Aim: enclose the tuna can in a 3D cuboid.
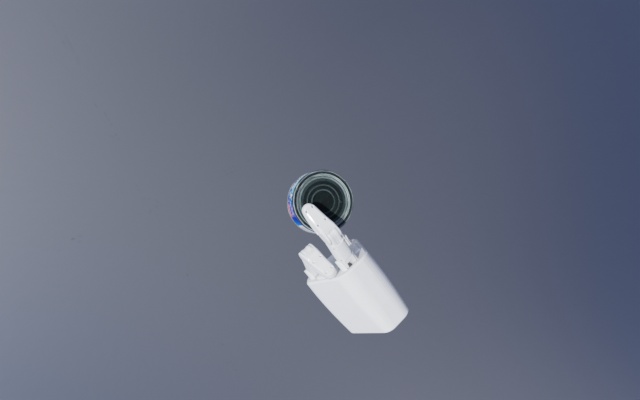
[{"bbox_3d":[0.000,0.002,0.641,0.086,0.086,0.034,0,-3,-15],"label":"tuna can"}]
